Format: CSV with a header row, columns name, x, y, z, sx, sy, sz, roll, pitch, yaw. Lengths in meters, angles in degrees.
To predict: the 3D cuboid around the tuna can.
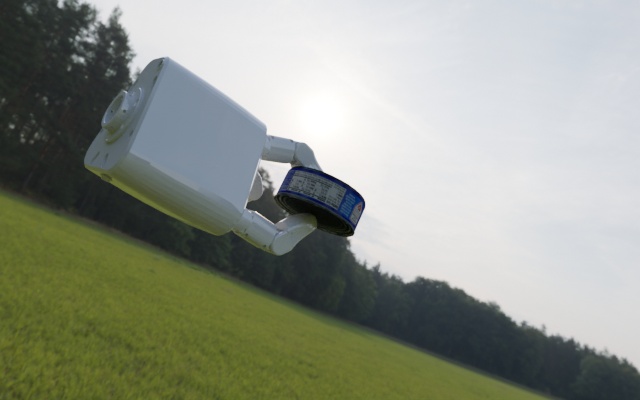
name,x,y,z,sx,sy,sz,roll,pitch,yaw
tuna can,0.000,0.001,0.467,0.086,0.033,0.086,23,-15,7
